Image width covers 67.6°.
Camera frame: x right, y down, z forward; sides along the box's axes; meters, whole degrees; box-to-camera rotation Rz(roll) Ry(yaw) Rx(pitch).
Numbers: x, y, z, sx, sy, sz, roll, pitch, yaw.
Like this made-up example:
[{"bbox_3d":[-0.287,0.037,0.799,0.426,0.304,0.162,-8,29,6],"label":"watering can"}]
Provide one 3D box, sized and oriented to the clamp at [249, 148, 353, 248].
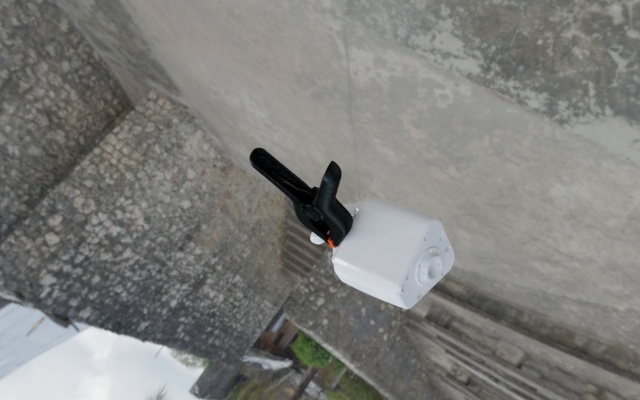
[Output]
[{"bbox_3d":[0.000,0.002,0.566,0.120,0.039,0.171,15,-26,44],"label":"clamp"}]
